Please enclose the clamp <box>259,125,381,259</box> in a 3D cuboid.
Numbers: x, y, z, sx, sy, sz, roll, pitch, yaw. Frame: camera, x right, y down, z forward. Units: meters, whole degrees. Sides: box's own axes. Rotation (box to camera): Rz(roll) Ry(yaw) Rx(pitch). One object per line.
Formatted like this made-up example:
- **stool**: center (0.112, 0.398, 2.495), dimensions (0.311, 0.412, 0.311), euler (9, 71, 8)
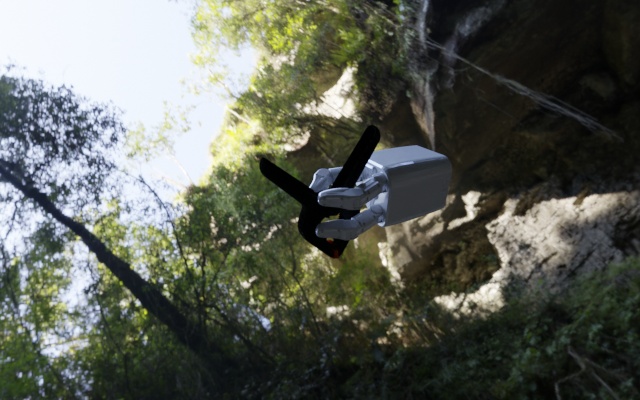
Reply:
- **clamp**: center (0.000, 0.002, 0.664), dimensions (0.164, 0.210, 0.036), euler (-12, 39, -17)
